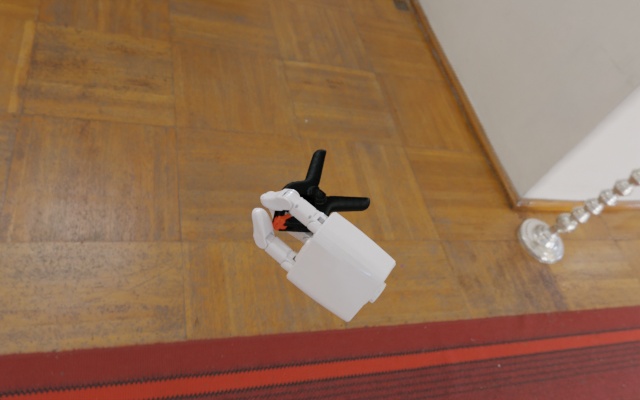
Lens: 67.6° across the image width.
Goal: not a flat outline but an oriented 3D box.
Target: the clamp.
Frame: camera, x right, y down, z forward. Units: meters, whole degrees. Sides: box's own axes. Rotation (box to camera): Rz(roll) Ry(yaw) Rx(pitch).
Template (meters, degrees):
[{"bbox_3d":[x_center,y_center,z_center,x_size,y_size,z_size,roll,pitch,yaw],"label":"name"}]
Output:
[{"bbox_3d":[0.000,0.002,0.705,0.171,0.120,0.039,-47,-7,-40],"label":"clamp"}]
